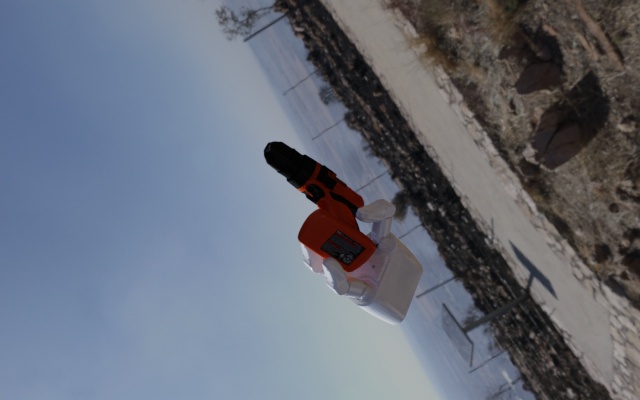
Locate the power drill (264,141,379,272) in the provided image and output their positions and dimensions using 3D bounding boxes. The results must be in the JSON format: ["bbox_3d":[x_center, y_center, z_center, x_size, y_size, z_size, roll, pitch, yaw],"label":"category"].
[{"bbox_3d":[0.000,0.003,0.670,0.184,0.057,0.187,33,22,-23],"label":"power drill"}]
